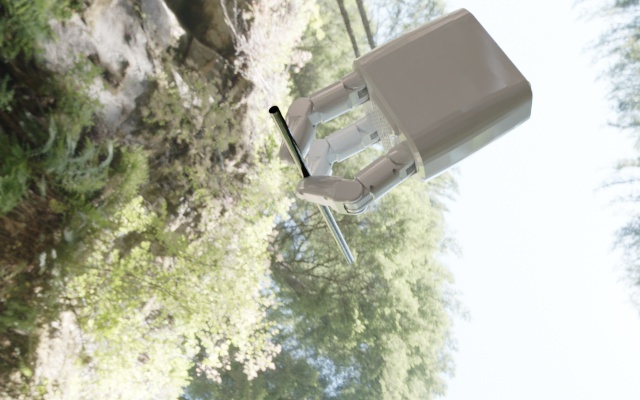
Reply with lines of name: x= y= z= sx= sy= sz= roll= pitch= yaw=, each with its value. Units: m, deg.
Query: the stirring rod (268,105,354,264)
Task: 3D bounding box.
stirring rod: x=0.000 y=0.001 z=0.427 sx=0.011 sy=0.011 sz=0.240 roll=0 pitch=-32 yaw=19
